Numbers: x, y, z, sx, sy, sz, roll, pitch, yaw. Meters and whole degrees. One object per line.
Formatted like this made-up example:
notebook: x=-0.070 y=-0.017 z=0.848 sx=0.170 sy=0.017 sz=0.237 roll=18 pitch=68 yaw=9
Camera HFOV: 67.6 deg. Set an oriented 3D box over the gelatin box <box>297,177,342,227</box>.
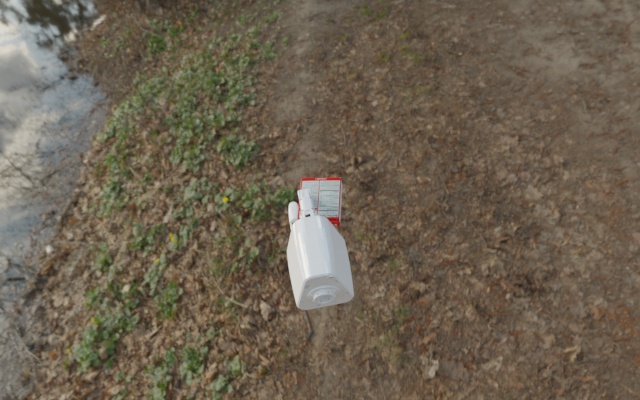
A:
gelatin box: x=0.000 y=0.002 z=0.843 sx=0.073 sy=0.089 sz=0.030 roll=-1 pitch=-31 yaw=8
